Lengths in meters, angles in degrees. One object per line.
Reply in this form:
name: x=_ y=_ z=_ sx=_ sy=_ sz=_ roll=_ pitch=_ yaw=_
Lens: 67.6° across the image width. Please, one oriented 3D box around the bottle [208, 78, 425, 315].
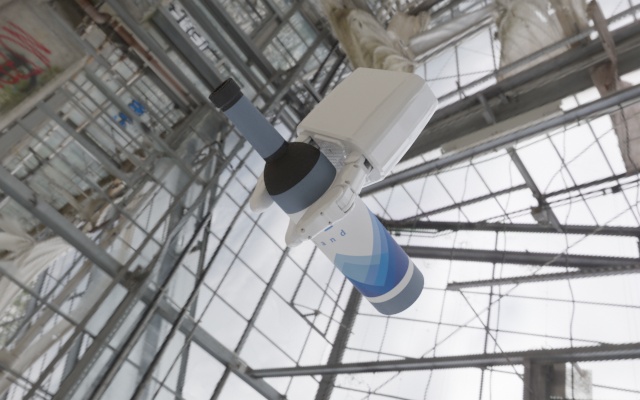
bottle: x=0.000 y=0.002 z=0.479 sx=0.296 sy=0.069 sz=0.069 roll=49 pitch=-25 yaw=-24
